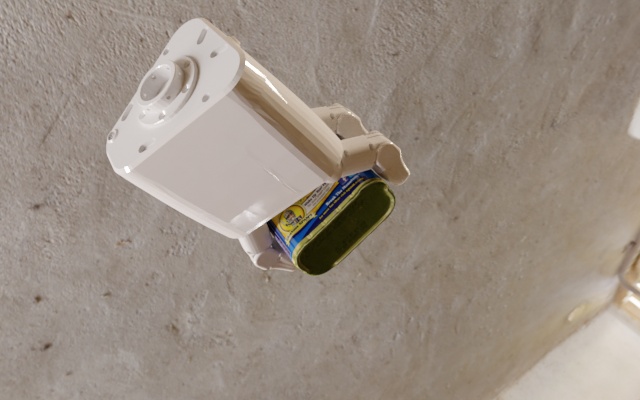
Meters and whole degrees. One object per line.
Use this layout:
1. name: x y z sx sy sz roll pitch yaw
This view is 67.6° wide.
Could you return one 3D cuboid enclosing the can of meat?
1. can of meat: 0.000 0.002 0.403 0.084 0.102 0.057 47 3 41
